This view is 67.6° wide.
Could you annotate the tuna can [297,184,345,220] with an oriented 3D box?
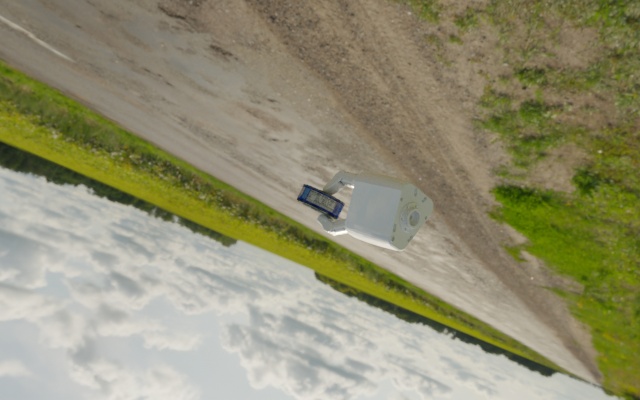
[{"bbox_3d":[0.000,0.003,0.883,0.086,0.034,0.086,26,-4,2],"label":"tuna can"}]
